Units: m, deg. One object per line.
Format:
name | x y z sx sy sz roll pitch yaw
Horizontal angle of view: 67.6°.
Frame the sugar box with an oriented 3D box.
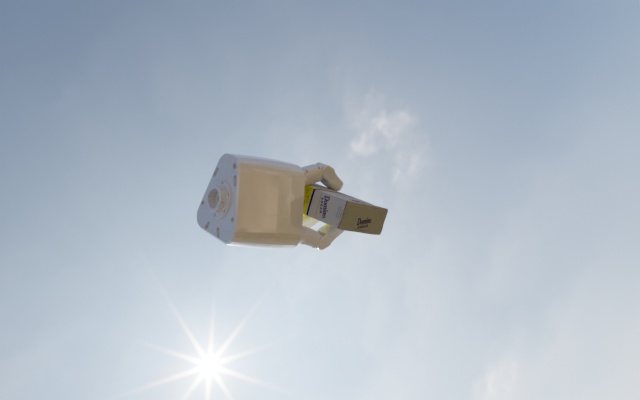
sugar box | 0.000 0.003 0.693 0.093 0.048 0.176 11 10 -46
